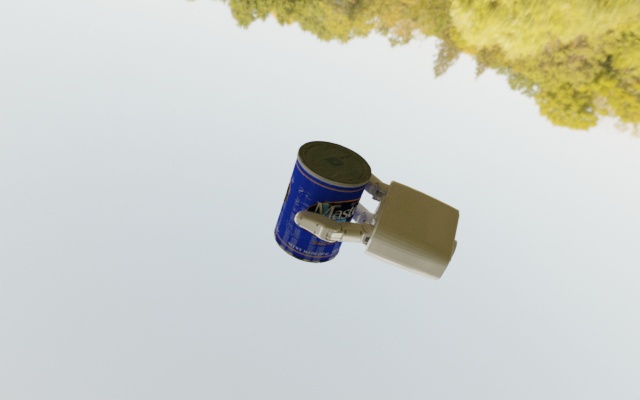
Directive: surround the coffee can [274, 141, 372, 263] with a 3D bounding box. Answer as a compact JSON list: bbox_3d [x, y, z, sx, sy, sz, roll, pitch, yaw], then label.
[{"bbox_3d":[0.000,0.002,0.671,0.103,0.140,0.102,14,34,-9],"label":"coffee can"}]
